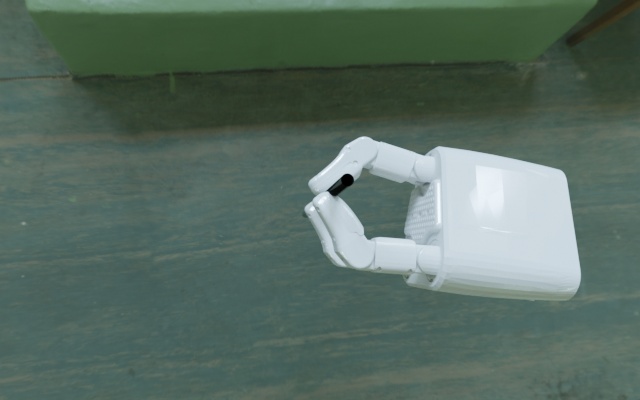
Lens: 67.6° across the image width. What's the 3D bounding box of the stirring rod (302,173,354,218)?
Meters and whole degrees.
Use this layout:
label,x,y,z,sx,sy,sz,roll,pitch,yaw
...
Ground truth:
label,x,y,z,sx,sy,sz,roll,pitch,yaw
stirring rod,0.000,0.001,0.403,0.011,0.011,0.239,0,-7,-8
